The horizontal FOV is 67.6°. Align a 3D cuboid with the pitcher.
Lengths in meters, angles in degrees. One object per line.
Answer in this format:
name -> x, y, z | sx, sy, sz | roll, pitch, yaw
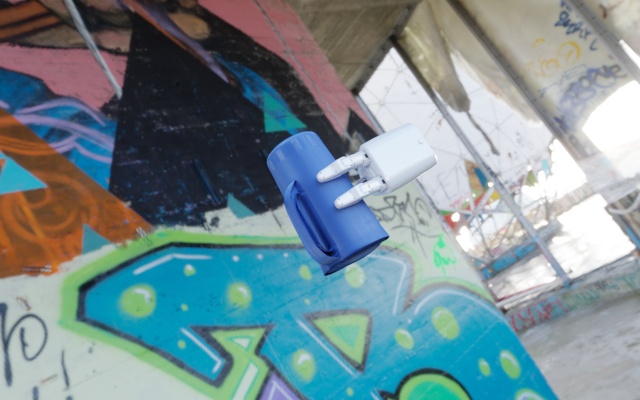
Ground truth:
pitcher -> 0.000, 0.003, 0.842 | 0.145, 0.242, 0.149 | -29, -14, -11
